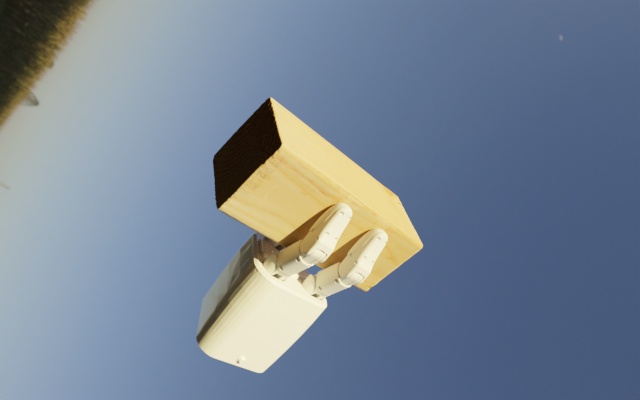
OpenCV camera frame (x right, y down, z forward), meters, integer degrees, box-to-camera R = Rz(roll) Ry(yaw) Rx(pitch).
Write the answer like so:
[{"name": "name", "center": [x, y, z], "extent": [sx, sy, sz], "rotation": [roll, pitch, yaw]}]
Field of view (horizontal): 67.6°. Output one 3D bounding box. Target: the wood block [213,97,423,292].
[{"name": "wood block", "center": [0.000, 0.002, 0.496], "extent": [0.206, 0.090, 0.090], "rotation": [34, 23, -35]}]
